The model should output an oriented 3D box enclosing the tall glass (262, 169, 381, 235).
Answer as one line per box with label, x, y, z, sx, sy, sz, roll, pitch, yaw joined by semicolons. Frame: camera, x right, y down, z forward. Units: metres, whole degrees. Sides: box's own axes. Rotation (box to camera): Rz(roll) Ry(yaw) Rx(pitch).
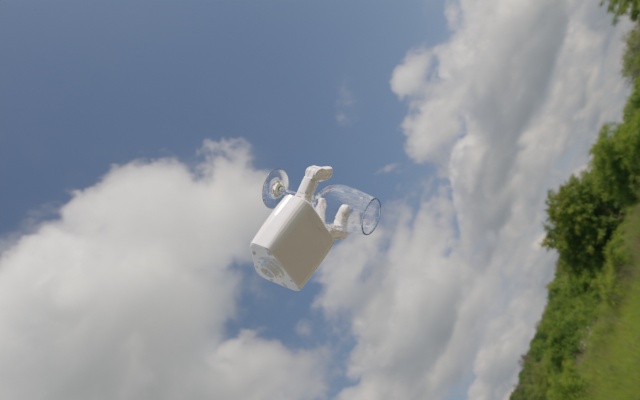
tall glass;0.000;0.002;0.813;0.201;0.079;0.079;16;8;31
